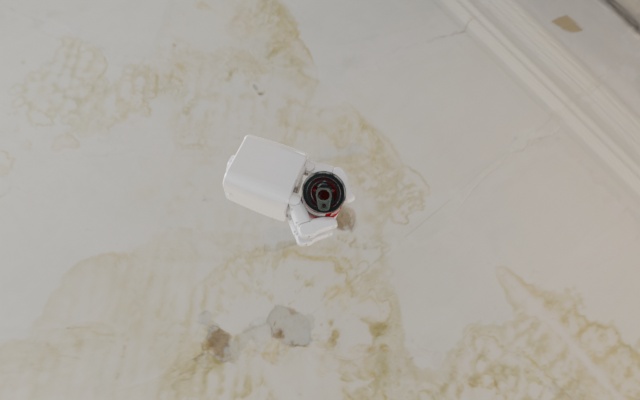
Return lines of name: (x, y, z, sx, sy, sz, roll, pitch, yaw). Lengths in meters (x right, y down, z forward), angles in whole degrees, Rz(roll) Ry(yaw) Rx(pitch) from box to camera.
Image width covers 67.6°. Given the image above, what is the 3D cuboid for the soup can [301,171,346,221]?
soup can: (0.001, 0.003, 0.764, 0.068, 0.068, 0.102, 0, -18, -6)
